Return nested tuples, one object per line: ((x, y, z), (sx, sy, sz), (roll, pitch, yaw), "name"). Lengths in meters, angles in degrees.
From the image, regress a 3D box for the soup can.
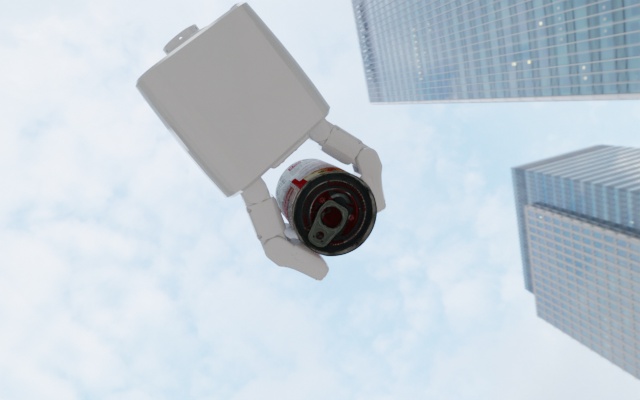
((0.000, 0.002, 0.416), (0.068, 0.068, 0.102), (0, 11, -13), "soup can")
